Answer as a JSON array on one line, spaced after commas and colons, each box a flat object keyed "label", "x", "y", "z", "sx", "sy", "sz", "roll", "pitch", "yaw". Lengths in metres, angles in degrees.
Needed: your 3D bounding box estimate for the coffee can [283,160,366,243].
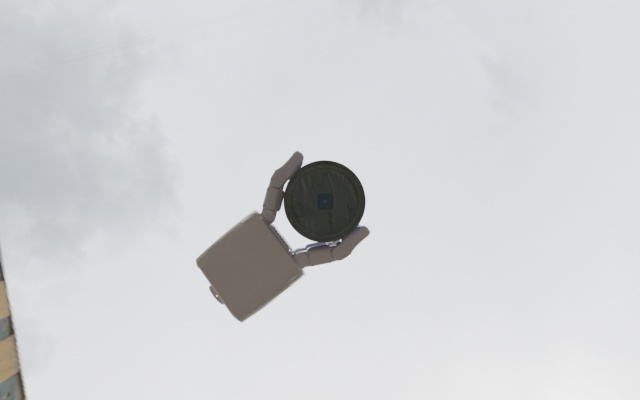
[{"label": "coffee can", "x": 0.000, "y": 0.002, "z": 0.661, "sx": 0.103, "sy": 0.103, "sz": 0.140, "roll": 0, "pitch": -1, "yaw": -4}]
